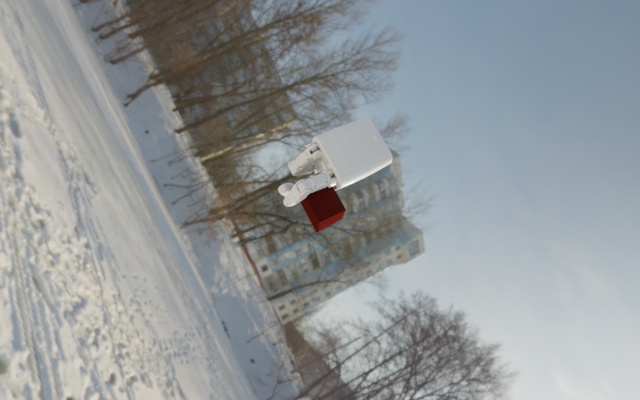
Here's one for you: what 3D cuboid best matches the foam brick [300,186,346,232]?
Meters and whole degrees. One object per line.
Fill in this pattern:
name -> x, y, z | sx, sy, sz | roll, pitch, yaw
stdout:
foam brick -> 0.000, 0.003, 0.799 | 0.051, 0.078, 0.053 | -24, -16, -15
